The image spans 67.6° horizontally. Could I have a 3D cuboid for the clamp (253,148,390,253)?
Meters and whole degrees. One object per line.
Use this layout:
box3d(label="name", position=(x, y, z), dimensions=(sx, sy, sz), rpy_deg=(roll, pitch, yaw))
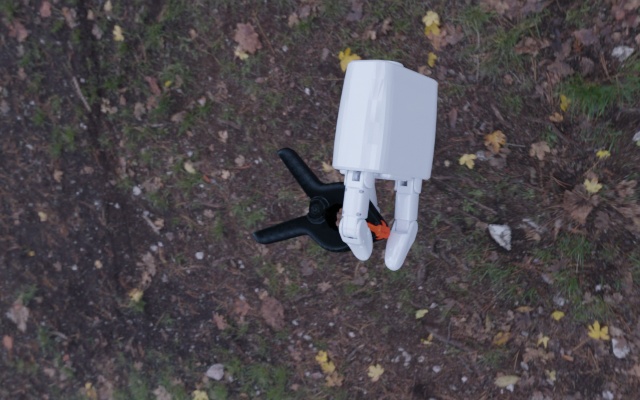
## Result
box3d(label="clamp", position=(0.000, 0.002, 0.547), dimensions=(0.171, 0.120, 0.039), rpy_deg=(7, 2, 29))
